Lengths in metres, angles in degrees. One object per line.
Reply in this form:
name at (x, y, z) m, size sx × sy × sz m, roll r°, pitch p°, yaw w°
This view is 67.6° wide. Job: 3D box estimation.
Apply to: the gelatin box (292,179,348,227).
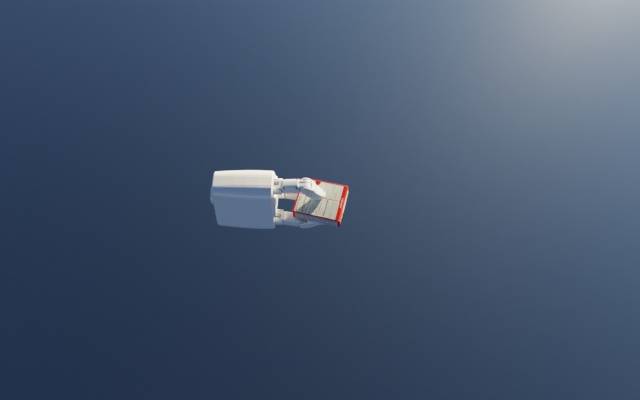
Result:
gelatin box at (0.000, 0.003, 0.873) m, size 0.089 × 0.073 × 0.030 m, roll 11°, pitch -25°, yaw 9°
